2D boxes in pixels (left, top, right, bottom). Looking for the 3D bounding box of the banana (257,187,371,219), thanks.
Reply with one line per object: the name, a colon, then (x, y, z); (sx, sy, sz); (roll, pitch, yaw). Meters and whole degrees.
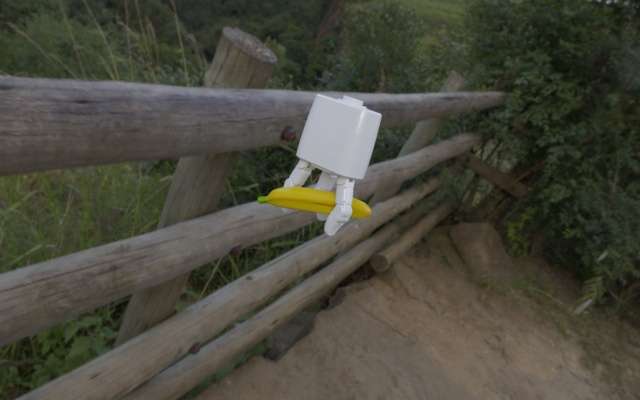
banana: (0.002, 0.003, 0.774); (0.198, 0.037, 0.069); (9, -1, -17)
